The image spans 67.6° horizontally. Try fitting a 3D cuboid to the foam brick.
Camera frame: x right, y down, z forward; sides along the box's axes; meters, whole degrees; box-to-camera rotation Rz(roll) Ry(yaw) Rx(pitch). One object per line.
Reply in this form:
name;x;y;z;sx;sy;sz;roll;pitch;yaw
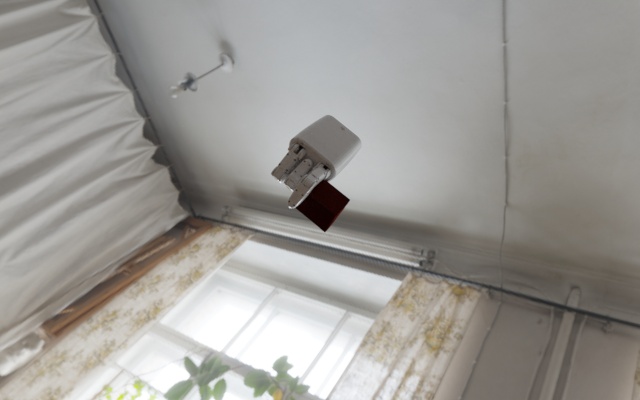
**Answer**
foam brick;0.000;0.003;0.808;0.051;0.078;0.053;-45;-7;-42
